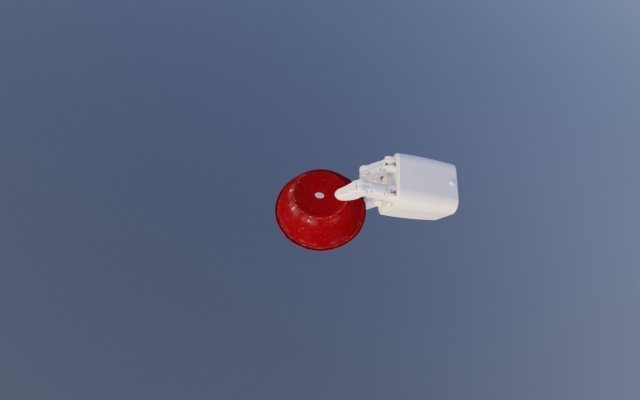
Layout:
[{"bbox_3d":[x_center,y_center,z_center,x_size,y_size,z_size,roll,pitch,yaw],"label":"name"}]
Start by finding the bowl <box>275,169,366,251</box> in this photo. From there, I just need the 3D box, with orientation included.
[{"bbox_3d":[-0.001,0.003,0.819,0.162,0.162,0.055,0,-29,0],"label":"bowl"}]
